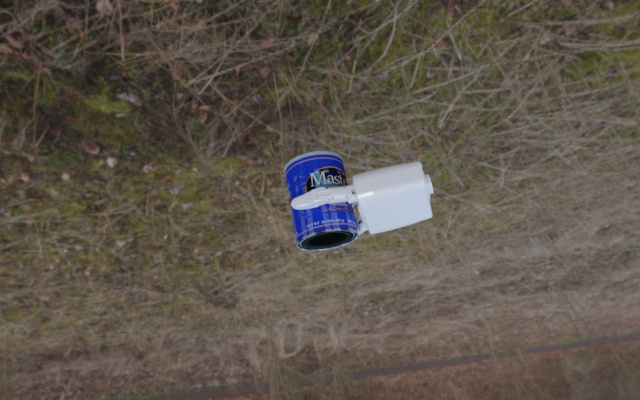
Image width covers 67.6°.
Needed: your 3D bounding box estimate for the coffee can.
[{"bbox_3d":[0.000,0.002,0.796,0.103,0.140,0.103,-9,-22,-4],"label":"coffee can"}]
